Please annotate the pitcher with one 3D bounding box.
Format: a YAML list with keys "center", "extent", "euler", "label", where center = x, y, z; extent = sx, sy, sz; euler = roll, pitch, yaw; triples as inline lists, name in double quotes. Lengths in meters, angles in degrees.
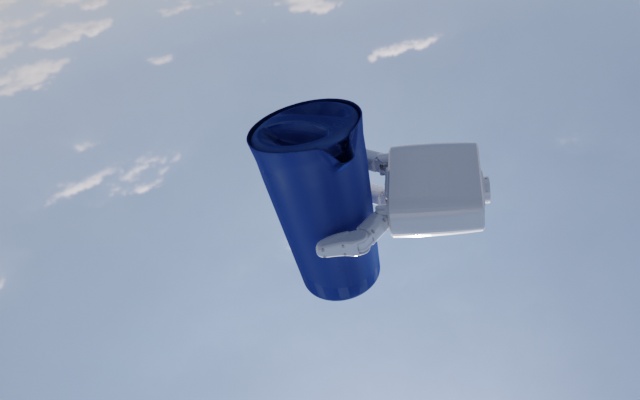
- center: [0.000, 0.002, 0.604]
  extent: [0.145, 0.243, 0.149]
  euler: [-3, 35, 16]
  label: "pitcher"
